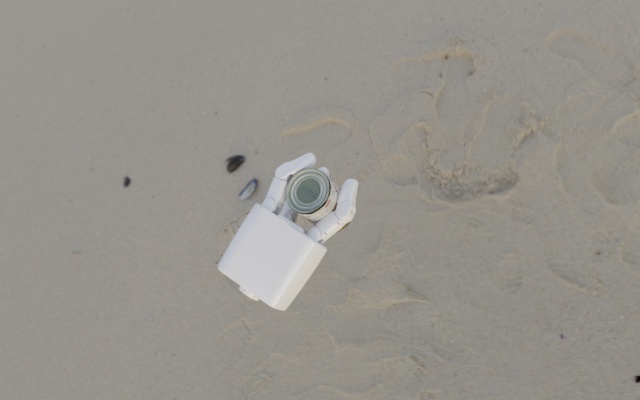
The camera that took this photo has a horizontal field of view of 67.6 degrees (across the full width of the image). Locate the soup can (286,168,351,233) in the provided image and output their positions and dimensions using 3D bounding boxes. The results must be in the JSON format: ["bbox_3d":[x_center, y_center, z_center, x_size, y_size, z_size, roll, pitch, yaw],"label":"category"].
[{"bbox_3d":[0.000,0.002,0.684,0.068,0.068,0.102,0,-18,23],"label":"soup can"}]
